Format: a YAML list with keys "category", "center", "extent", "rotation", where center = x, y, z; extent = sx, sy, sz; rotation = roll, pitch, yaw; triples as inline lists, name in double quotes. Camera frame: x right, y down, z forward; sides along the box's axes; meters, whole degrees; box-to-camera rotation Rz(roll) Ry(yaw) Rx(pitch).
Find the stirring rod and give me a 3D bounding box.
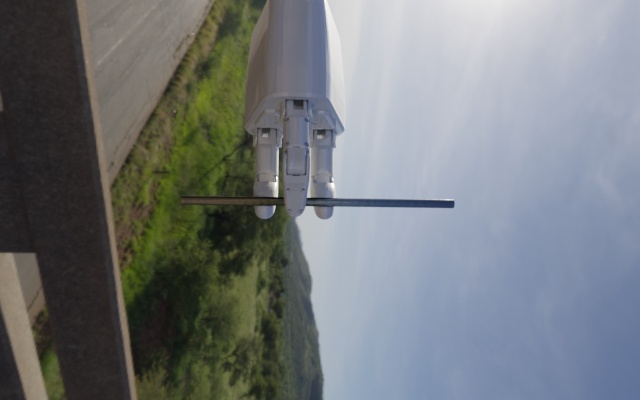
- category: "stirring rod"
  center: [0.000, 0.001, 0.423]
  extent: [0.239, 0.011, 0.011]
  rotation: [1, 0, -4]
